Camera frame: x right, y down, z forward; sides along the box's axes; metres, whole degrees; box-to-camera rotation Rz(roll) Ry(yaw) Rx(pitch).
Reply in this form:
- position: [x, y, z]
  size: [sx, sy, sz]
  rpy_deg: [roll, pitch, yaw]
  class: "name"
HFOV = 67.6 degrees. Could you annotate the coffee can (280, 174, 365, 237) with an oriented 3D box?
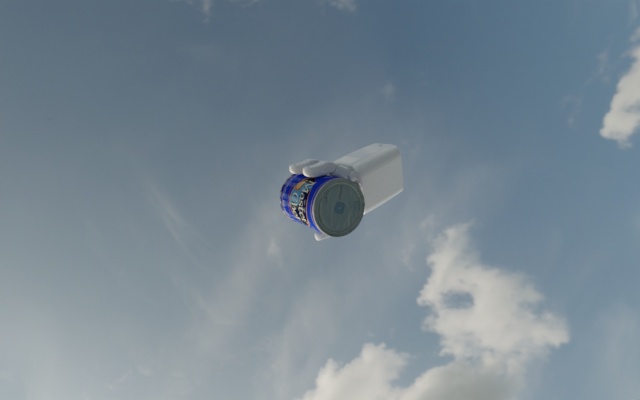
- position: [0.000, 0.003, 0.874]
  size: [0.103, 0.103, 0.140]
  rpy_deg: [0, 8, -29]
  class: "coffee can"
